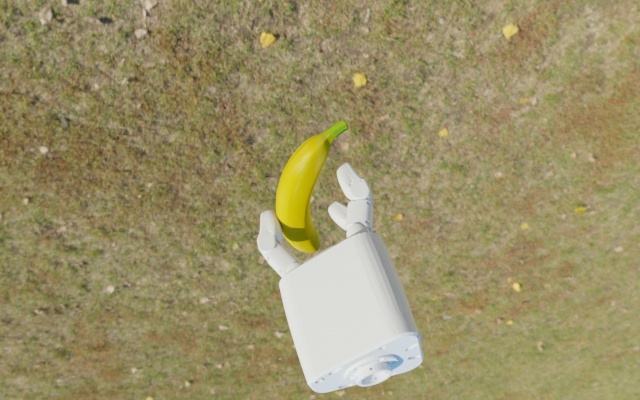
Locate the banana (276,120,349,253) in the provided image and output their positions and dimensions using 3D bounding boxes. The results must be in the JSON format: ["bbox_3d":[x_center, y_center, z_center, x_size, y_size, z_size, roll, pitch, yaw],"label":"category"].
[{"bbox_3d":[-0.017,0.002,0.526,0.069,0.037,0.198,-8,-41,-21],"label":"banana"}]
